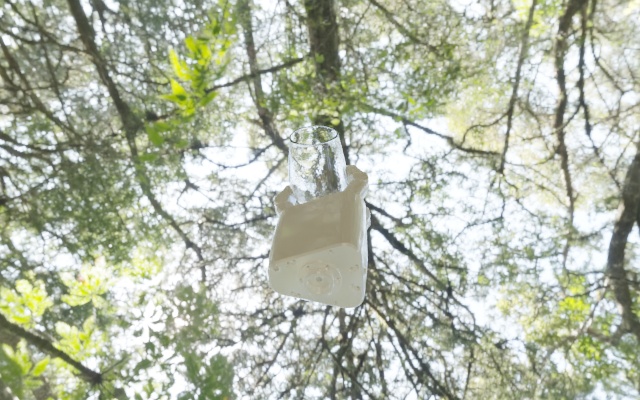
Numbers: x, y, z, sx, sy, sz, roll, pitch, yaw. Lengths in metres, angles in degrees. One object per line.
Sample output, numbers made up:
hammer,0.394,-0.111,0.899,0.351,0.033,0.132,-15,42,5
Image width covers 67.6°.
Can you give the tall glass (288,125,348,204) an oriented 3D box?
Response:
tall glass,0.000,0.003,0.651,0.079,0.201,0.079,-4,31,3
